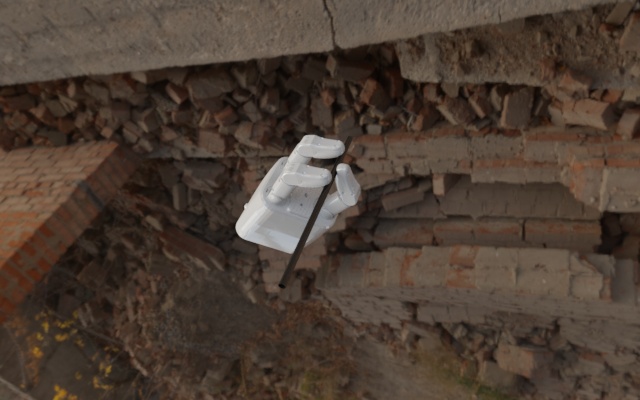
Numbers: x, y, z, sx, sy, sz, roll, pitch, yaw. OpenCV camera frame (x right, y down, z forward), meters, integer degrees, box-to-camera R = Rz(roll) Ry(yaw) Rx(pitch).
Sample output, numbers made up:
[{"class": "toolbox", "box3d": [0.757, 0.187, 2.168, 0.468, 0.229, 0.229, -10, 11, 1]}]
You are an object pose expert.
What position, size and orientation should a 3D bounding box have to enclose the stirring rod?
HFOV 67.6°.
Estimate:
[{"class": "stirring rod", "box3d": [0.000, 0.002, 0.554, 0.011, 0.239, 0.011, 14, -41, 13]}]
